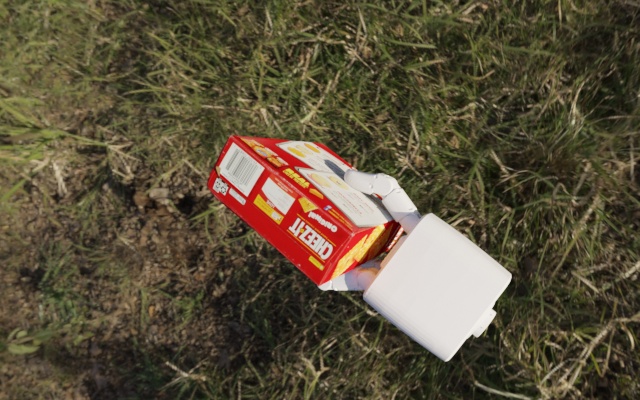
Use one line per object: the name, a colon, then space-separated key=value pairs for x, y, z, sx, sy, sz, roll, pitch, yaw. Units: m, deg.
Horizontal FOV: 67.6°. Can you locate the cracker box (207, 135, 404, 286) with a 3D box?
cracker box: x=0.000 y=0.002 z=0.547 sx=0.164 sy=0.072 sz=0.213 roll=38 pitch=18 yaw=18
